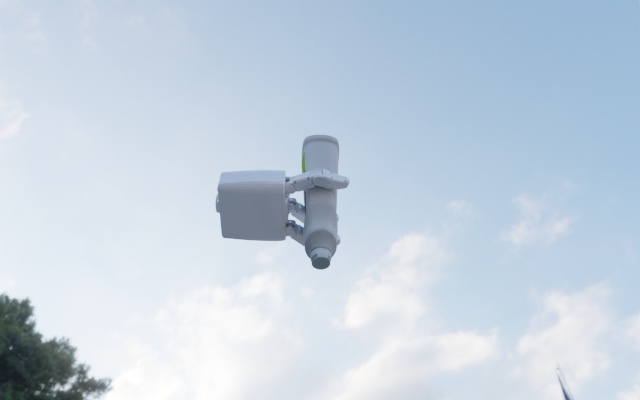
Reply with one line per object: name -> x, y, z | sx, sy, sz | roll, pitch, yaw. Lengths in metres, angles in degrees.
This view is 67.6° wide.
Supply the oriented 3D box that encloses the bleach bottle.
bleach bottle -> 0.000, 0.003, 0.789 | 0.068, 0.103, 0.250 | 2, 42, -2
